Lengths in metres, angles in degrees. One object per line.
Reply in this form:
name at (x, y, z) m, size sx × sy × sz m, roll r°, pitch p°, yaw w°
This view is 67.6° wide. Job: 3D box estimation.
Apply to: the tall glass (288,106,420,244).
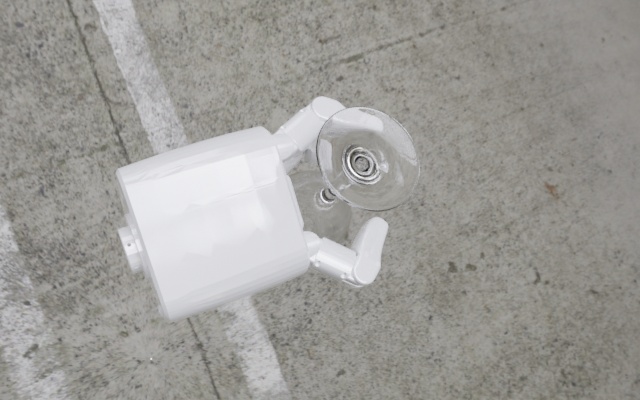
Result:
tall glass at (0.000, 0.001, 0.401) m, size 0.079 × 0.079 × 0.201 m, roll 0°, pitch -17°, yaw -19°
